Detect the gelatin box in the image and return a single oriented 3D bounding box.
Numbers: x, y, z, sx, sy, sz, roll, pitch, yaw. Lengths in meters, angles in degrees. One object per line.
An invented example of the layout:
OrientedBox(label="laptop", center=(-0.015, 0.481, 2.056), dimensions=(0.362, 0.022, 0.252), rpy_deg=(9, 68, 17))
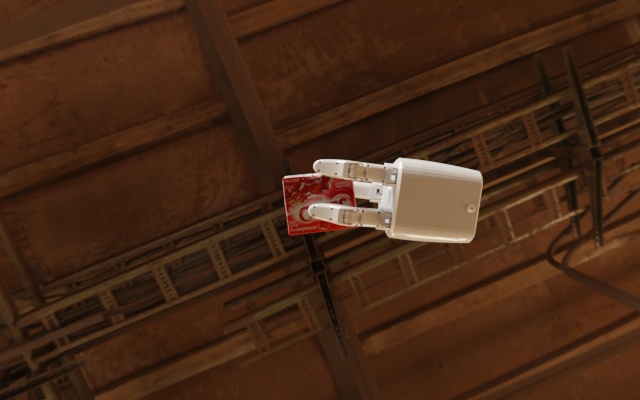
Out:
OrientedBox(label="gelatin box", center=(0.000, 0.002, 0.607), dimensions=(0.089, 0.073, 0.030), rpy_deg=(-6, 7, 2))
